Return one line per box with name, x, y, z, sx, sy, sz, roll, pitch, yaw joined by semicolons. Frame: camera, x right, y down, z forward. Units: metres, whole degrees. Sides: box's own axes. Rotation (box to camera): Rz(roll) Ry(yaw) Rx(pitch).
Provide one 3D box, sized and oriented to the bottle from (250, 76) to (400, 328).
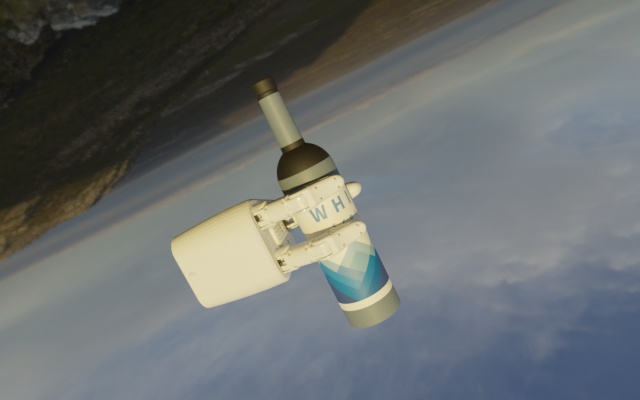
bottle;0.000;0.002;0.540;0.069;0.296;0.069;-25;10;5
